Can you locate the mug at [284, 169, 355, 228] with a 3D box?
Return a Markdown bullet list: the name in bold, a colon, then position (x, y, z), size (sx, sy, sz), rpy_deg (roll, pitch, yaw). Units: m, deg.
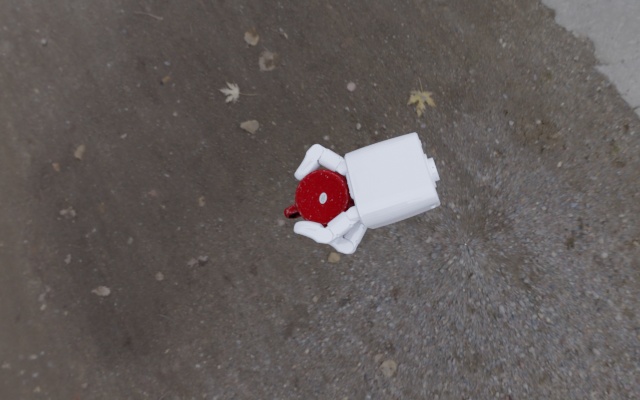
- **mug**: position (-0.001, 0.003, 0.713), size (0.117, 0.093, 0.081), rpy_deg (-17, -10, 13)
